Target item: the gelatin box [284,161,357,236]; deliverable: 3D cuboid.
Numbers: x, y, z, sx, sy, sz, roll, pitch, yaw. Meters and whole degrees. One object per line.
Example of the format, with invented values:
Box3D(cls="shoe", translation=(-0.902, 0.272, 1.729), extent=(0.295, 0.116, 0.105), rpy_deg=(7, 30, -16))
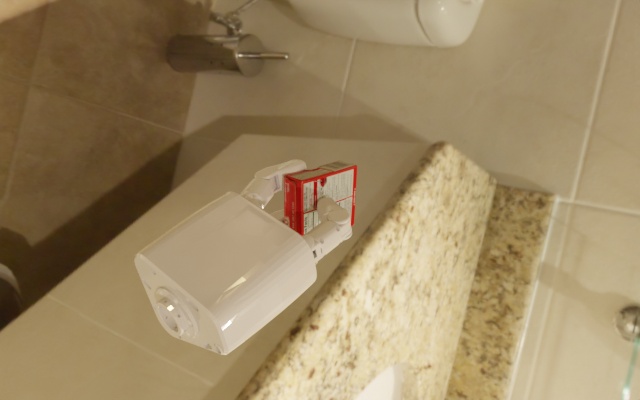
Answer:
Box3D(cls="gelatin box", translation=(0.001, 0.002, 0.515), extent=(0.030, 0.073, 0.089), rpy_deg=(20, 28, 40))
